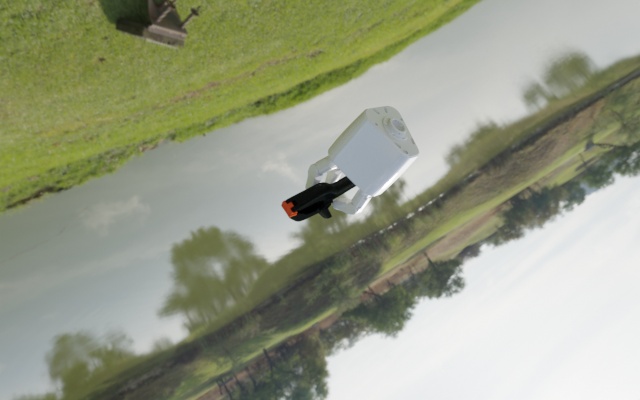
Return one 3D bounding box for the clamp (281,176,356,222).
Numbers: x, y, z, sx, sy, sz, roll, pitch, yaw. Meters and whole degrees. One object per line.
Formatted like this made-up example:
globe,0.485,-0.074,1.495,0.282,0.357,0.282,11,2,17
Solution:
clamp,0.000,0.004,0.889,0.210,0.036,0.165,-20,-22,-45
